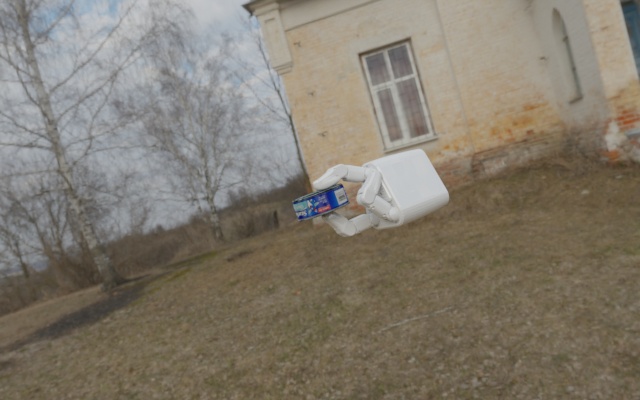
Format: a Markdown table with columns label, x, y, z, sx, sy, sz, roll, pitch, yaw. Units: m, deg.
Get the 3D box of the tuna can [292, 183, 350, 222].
| label | x | y | z | sx | sy | sz | roll | pitch | yaw |
| --- | --- | --- | --- | --- | --- | --- | --- | --- | --- |
| tuna can | 0.000 | 0.002 | 0.746 | 0.086 | 0.034 | 0.086 | -20 | 4 | 1 |
